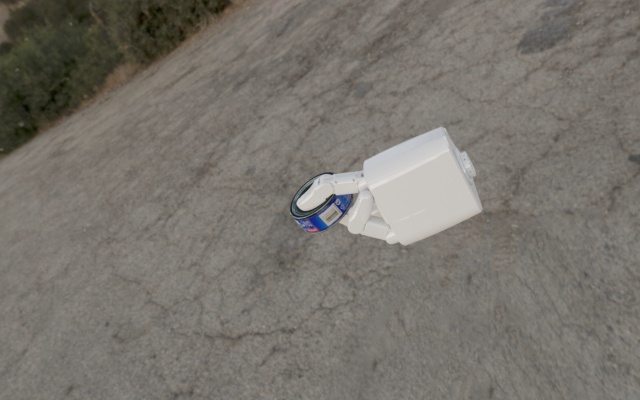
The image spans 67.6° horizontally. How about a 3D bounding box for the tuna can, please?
[{"bbox_3d":[0.000,0.002,0.650,0.086,0.086,0.034,0,-39,49],"label":"tuna can"}]
